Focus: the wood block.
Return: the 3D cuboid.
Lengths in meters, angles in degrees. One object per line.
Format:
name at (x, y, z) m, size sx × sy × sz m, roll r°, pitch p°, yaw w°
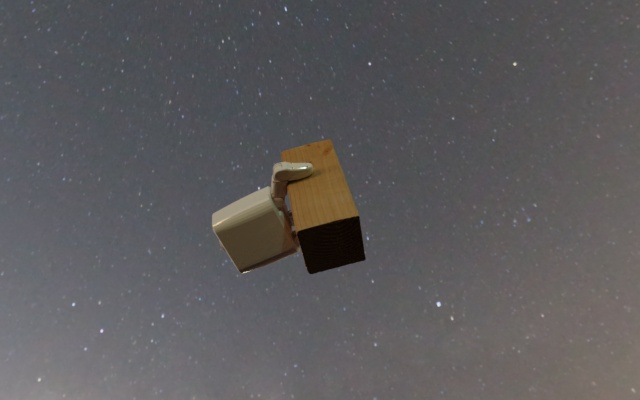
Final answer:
wood block at (0.000, 0.002, 0.747) m, size 0.090 × 0.091 × 0.206 m, roll -14°, pitch 39°, yaw -1°
